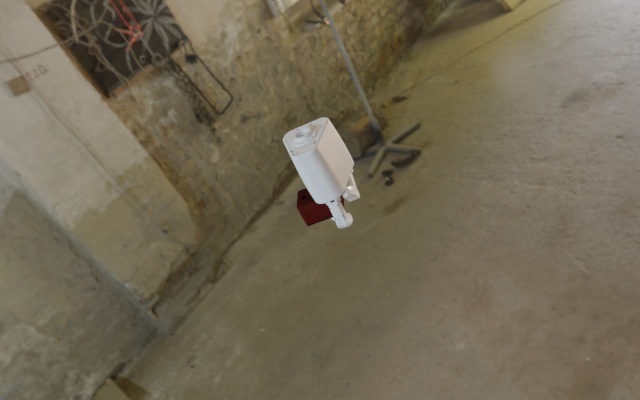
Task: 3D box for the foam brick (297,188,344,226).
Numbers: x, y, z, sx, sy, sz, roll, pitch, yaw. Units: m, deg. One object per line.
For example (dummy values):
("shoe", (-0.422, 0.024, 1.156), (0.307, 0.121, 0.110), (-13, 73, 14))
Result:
("foam brick", (0.000, 0.003, 0.894), (0.078, 0.051, 0.053), (-20, 37, 16))
